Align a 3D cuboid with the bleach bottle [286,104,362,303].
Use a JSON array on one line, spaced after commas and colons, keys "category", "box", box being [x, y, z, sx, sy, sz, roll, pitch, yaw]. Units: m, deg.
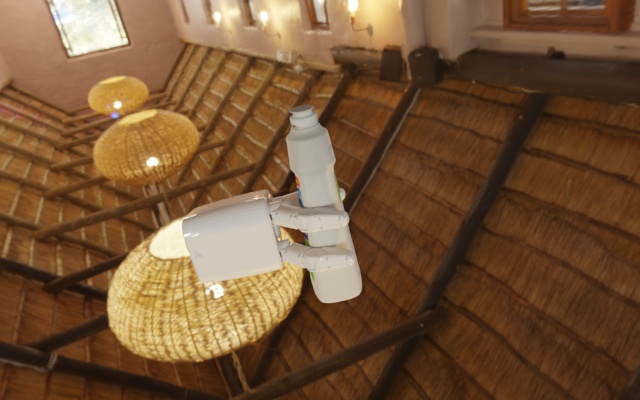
[{"category": "bleach bottle", "box": [0.000, 0.002, 0.606, 0.068, 0.251, 0.102, -12, 26, -2]}]
